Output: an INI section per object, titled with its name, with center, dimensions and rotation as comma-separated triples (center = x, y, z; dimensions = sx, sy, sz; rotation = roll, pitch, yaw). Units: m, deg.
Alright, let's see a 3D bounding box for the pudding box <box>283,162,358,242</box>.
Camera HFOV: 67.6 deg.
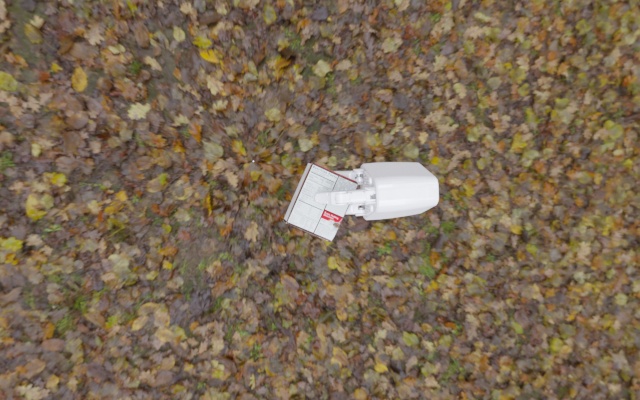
[pudding box]
center = 0.000, 0.003, 0.807
dimensions = 0.090, 0.113, 0.039
rotation = 24, 0, -11
